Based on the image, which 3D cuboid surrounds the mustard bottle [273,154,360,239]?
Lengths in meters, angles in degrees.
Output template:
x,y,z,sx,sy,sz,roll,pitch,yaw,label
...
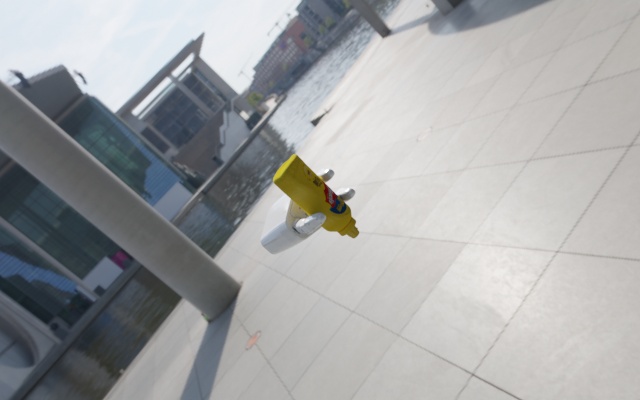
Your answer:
x,y,z,sx,sy,sz,roll,pitch,yaw,label
0.000,0.003,0.888,0.058,0.192,0.096,-41,13,21,mustard bottle
